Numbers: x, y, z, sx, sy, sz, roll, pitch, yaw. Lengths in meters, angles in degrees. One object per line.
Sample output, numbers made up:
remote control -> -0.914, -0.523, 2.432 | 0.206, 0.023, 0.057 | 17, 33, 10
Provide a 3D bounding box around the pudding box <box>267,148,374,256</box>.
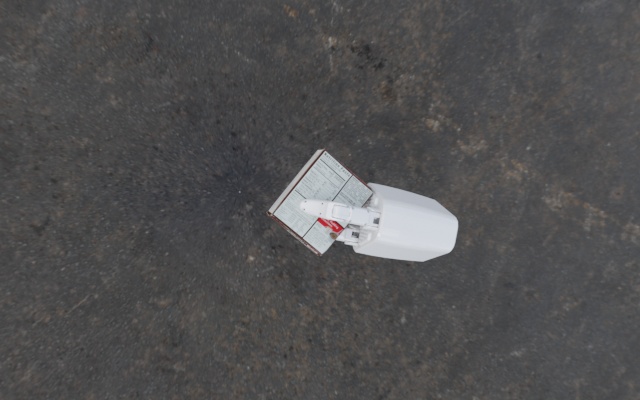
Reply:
pudding box -> 0.000, 0.002, 0.623 | 0.090, 0.113, 0.039 | 40, -7, -12
